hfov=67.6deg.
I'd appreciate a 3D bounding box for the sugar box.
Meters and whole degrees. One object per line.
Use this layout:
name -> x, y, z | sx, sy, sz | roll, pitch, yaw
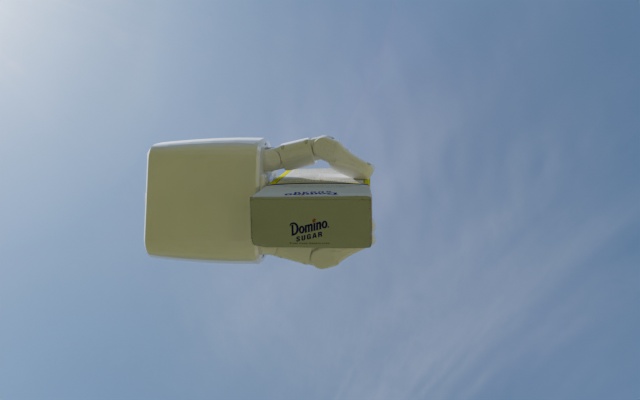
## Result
sugar box -> 0.000, 0.002, 0.436 | 0.093, 0.048, 0.176 | 0, 12, 6
